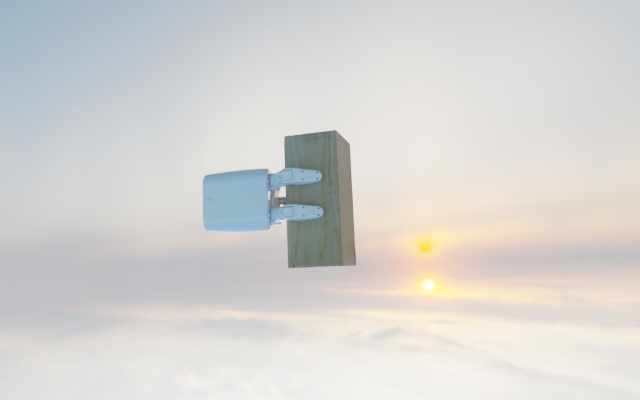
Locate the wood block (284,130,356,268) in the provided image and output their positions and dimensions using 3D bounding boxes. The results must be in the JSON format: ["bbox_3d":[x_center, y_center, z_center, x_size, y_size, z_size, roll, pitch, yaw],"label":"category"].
[{"bbox_3d":[0.000,0.003,0.765,0.090,0.206,0.091,-5,-8,16],"label":"wood block"}]
